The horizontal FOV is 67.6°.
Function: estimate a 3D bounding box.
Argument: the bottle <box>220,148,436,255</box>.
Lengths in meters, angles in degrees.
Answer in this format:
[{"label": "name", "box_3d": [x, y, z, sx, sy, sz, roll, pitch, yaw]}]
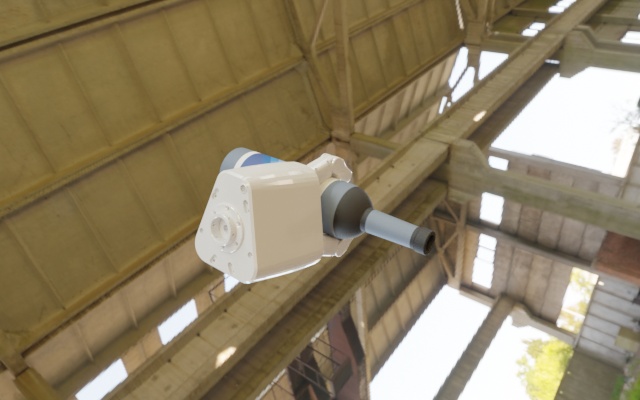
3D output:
[{"label": "bottle", "box_3d": [0.000, 0.002, 0.584, 0.295, 0.069, 0.069, 21, 11, 33]}]
